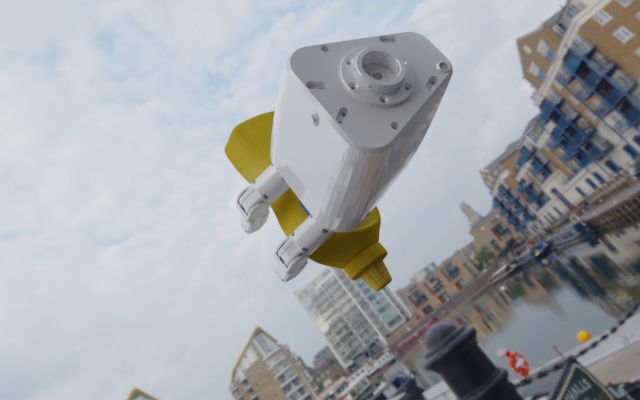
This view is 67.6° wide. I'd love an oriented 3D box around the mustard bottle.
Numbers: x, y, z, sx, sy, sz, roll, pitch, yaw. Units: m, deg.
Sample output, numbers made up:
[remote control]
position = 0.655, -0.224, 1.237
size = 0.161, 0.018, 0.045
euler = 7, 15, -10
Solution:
[mustard bottle]
position = 0.000, 0.001, 0.441
size = 0.096, 0.191, 0.058
euler = -20, -25, -45
